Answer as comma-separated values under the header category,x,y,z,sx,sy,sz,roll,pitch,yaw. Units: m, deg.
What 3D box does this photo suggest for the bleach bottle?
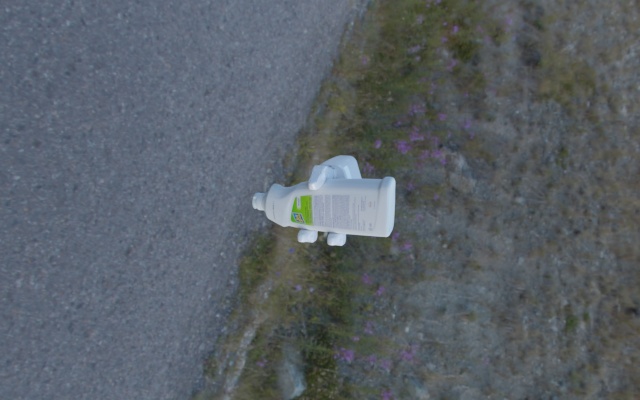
category,x,y,z,sx,sy,sz,roll,pitch,yaw
bleach bottle,0.000,0.003,0.833,0.251,0.102,0.068,5,17,18
